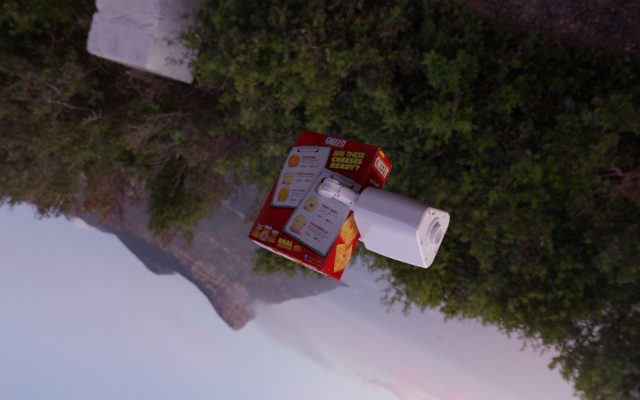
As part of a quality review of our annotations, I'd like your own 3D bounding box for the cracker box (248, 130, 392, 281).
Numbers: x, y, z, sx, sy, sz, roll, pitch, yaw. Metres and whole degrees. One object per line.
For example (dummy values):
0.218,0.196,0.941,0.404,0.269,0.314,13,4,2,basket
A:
0.000,0.003,0.795,0.164,0.213,0.072,18,-13,34,cracker box
